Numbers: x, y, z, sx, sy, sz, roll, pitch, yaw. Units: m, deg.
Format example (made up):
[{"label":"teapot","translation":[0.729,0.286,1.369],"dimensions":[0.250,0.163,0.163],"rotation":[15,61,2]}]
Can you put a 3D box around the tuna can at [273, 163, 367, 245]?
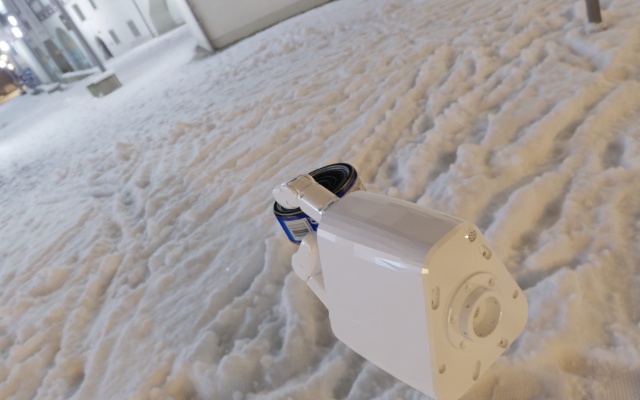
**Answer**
[{"label":"tuna can","translation":[0.000,0.001,0.438],"dimensions":[0.086,0.034,0.086],"rotation":[-24,23,11]}]
